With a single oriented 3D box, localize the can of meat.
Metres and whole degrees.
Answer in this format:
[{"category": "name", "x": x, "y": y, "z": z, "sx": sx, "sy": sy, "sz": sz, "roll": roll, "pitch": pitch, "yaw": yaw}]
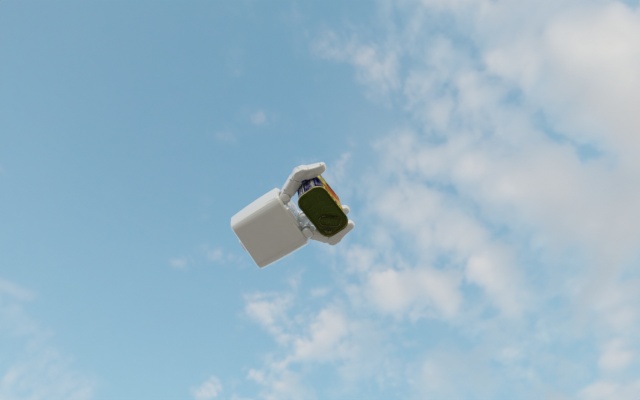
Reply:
[{"category": "can of meat", "x": 0.000, "y": 0.003, "z": 0.871, "sx": 0.057, "sy": 0.102, "sz": 0.084, "roll": -34, "pitch": 26, "yaw": 9}]
